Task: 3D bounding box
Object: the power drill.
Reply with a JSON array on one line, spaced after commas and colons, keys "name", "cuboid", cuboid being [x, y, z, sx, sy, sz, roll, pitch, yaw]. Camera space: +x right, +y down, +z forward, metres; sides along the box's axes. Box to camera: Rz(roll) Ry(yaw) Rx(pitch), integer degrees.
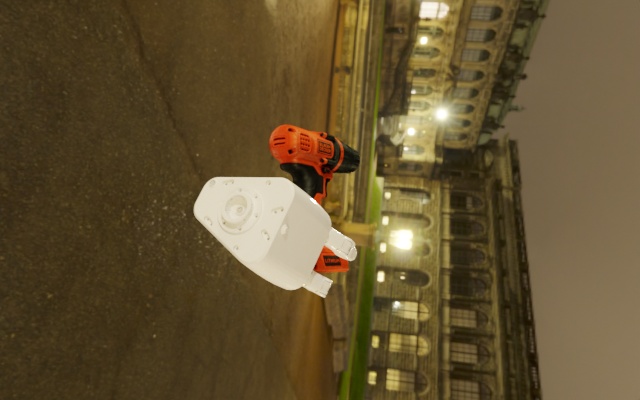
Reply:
[{"name": "power drill", "cuboid": [0.000, 0.003, 0.642, 0.057, 0.187, 0.184, -6, -8, 34]}]
